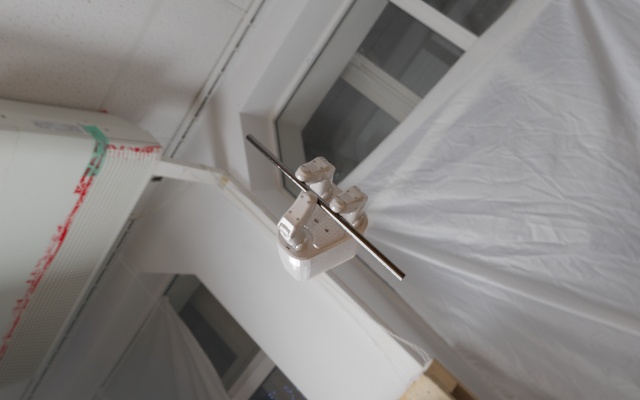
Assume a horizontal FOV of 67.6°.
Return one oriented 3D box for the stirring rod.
[{"bbox_3d":[0.000,0.002,0.524,0.239,0.011,0.011,42,15,18],"label":"stirring rod"}]
